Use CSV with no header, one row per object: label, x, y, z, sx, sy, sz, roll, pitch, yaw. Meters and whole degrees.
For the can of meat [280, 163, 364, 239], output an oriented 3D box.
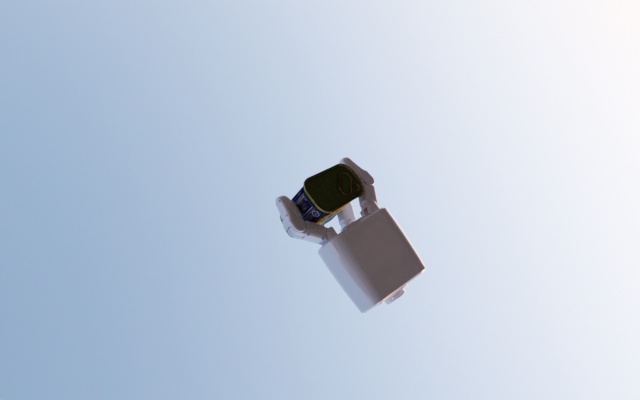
can of meat,0.000,0.002,0.681,0.102,0.057,0.084,-28,-12,-45
